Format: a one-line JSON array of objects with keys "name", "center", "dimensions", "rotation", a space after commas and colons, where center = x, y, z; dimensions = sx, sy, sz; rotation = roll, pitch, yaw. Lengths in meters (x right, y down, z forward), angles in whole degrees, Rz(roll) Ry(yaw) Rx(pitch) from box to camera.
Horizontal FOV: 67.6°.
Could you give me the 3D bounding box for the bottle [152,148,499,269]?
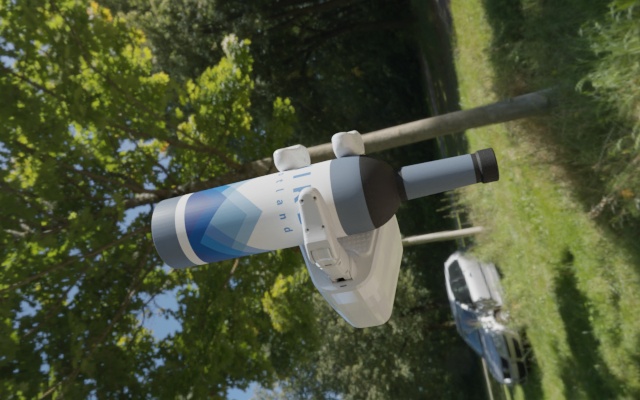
[{"name": "bottle", "center": [0.000, 0.001, 0.416], "dimensions": [0.296, 0.069, 0.069], "rotation": [-12, -3, 14]}]
